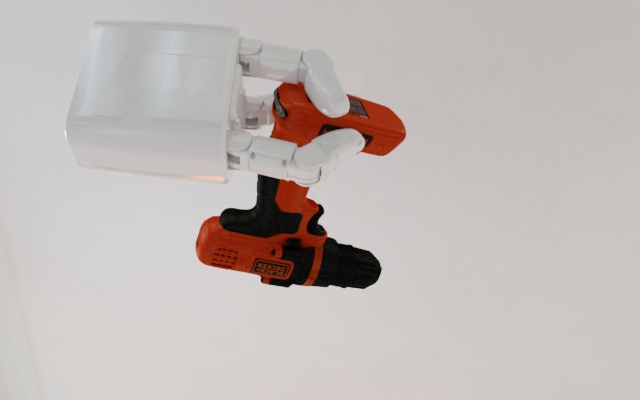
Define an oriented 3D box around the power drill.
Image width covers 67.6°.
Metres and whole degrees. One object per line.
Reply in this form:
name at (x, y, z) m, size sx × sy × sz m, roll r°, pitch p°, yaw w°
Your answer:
power drill at (0.000, 0.001, 0.420) m, size 0.184 × 0.188 × 0.057 m, roll 12°, pitch 31°, yaw -21°
